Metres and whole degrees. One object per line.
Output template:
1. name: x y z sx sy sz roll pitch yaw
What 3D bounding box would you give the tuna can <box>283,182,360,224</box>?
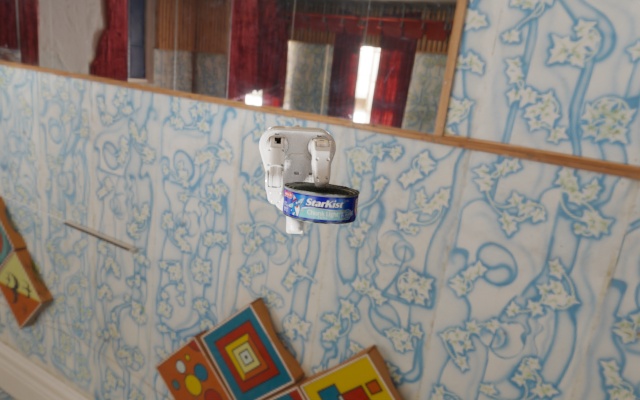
1. tuna can: 0.000 0.002 0.543 0.086 0.034 0.086 6 9 -1
